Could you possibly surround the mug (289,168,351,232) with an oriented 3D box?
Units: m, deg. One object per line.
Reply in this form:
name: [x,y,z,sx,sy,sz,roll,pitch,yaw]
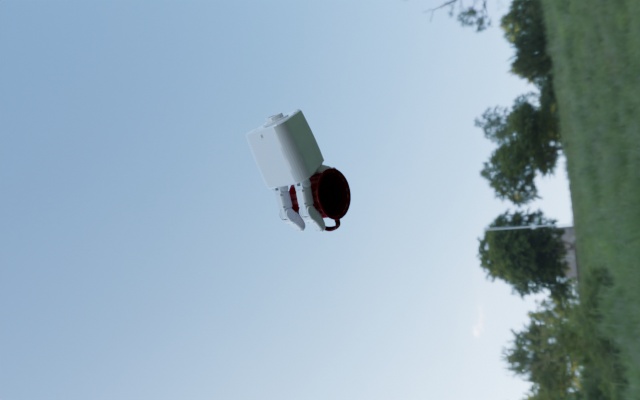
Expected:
mug: [0.001,0.004,0.879,0.081,0.117,0.093,-7,21,42]
